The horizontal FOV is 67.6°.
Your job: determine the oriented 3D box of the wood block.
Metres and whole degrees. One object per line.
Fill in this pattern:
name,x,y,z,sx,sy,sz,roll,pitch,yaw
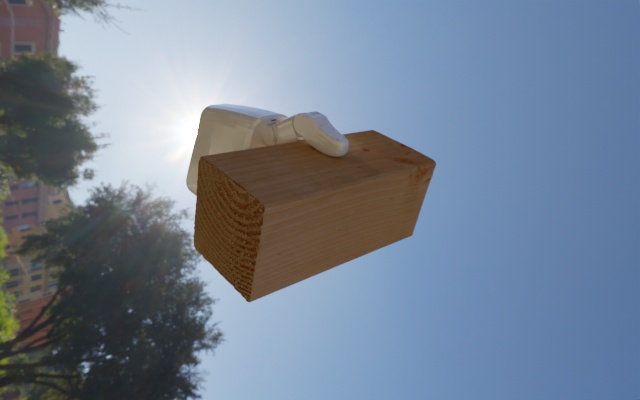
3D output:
wood block,0.000,0.001,0.437,0.206,0.091,0.090,-16,38,-41
